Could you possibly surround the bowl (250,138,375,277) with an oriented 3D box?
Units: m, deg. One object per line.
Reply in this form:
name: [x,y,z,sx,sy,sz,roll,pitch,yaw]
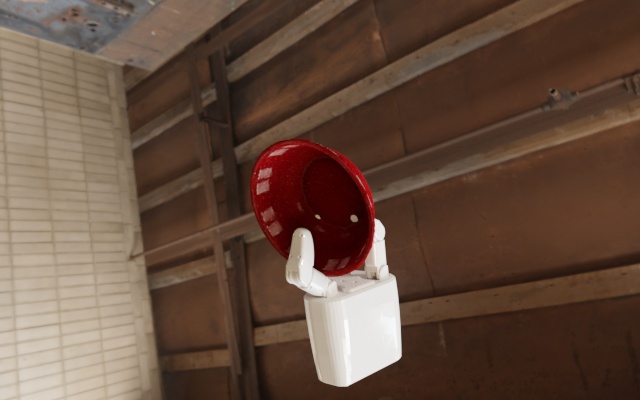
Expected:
bowl: [0.000,0.000,0.530,0.162,0.162,0.055,0,23,37]
